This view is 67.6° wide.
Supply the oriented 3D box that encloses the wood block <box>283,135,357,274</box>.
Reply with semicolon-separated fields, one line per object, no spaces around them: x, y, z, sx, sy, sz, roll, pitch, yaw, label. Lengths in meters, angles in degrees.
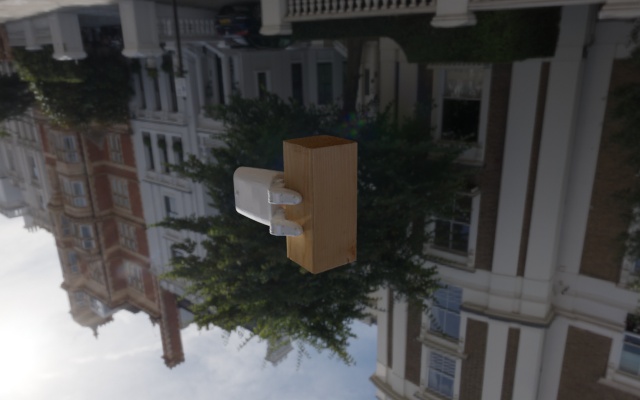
0.000;0.003;0.796;0.091;0.206;0.090;-13;22;-33;wood block
